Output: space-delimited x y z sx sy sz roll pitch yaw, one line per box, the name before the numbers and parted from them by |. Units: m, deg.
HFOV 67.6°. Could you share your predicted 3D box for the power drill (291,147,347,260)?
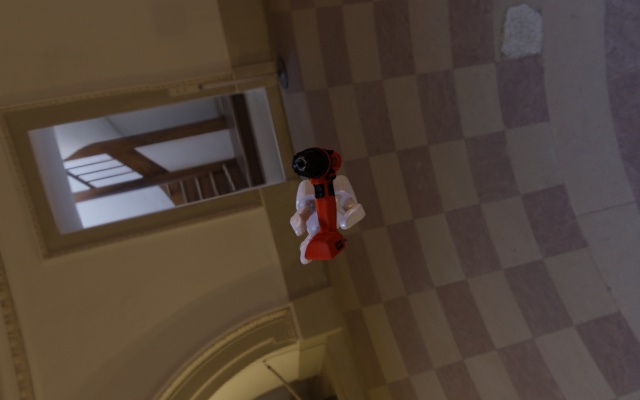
power drill | 0.000 0.003 0.815 0.057 0.187 0.184 0 6 18
